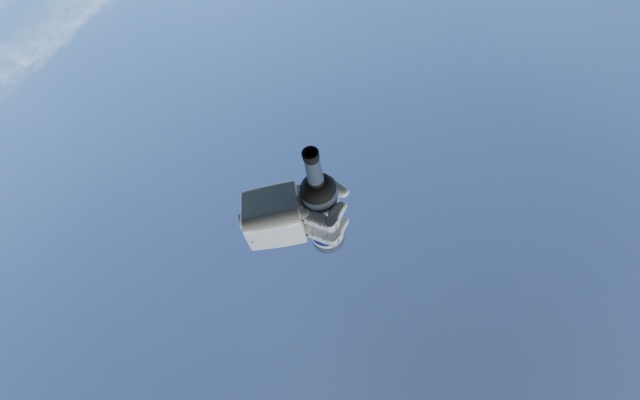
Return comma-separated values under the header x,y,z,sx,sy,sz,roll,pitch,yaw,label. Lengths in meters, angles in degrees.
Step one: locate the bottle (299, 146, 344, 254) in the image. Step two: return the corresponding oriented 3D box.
x,y,z,sx,sy,sz,roll,pitch,yaw,label
0.000,0.003,0.860,0.069,0.069,0.296,0,-32,7,bottle
